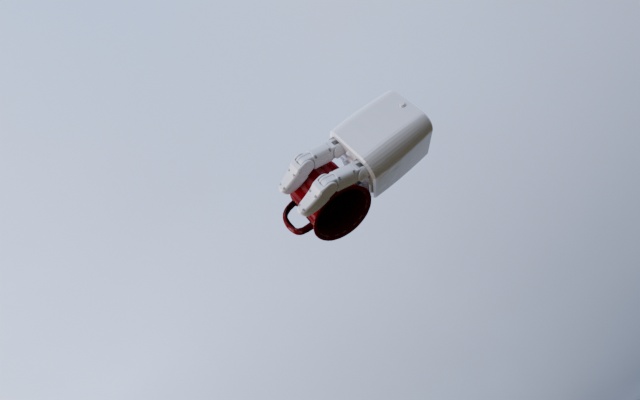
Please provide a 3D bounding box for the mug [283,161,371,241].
[{"bbox_3d":[-0.001,0.003,0.660,0.117,0.081,0.093,-36,-38,-7],"label":"mug"}]
